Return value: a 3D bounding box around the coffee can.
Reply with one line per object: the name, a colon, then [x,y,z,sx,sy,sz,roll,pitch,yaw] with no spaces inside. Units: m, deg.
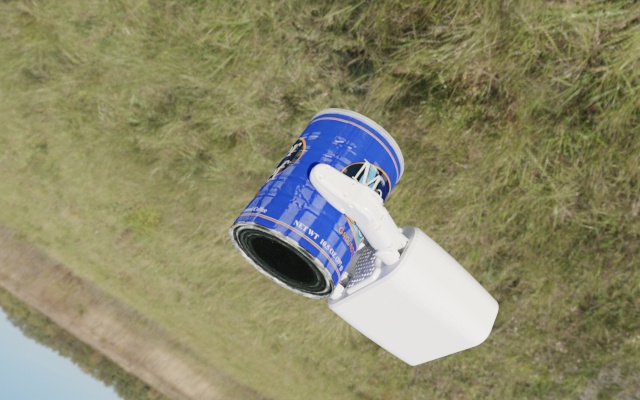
coffee can: [0.000,0.001,0.430,0.103,0.140,0.103,25,-29,15]
